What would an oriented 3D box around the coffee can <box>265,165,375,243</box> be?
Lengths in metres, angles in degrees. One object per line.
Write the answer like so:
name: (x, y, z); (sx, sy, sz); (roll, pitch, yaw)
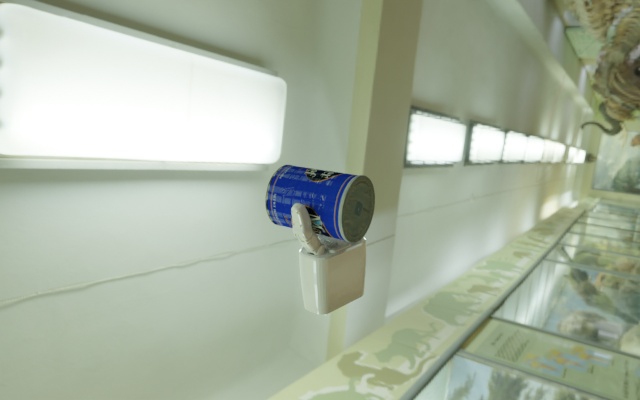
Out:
coffee can: (0.000, 0.002, 0.748); (0.140, 0.103, 0.103); (11, 6, 32)
